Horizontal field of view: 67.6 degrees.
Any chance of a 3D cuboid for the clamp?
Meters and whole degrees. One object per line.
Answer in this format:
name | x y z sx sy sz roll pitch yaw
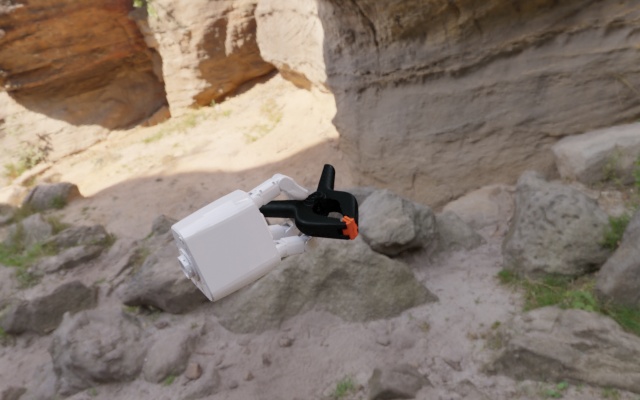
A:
clamp | 0.000 0.002 0.712 0.164 0.036 0.210 -32 31 -24
